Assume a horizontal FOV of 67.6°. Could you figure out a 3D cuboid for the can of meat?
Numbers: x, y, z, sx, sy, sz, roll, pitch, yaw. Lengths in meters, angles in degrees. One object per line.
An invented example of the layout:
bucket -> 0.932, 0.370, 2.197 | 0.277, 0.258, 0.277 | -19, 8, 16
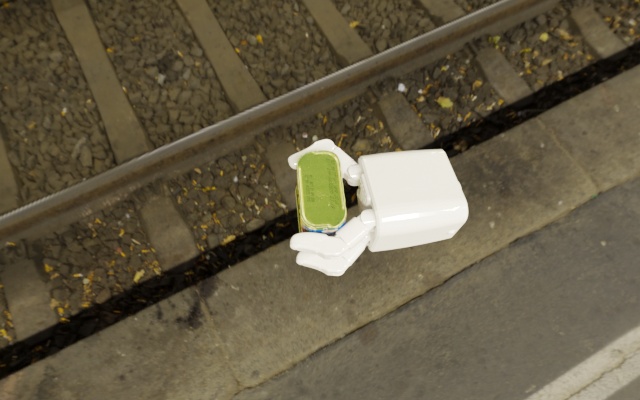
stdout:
can of meat -> 0.000, 0.002, 0.572 | 0.057, 0.102, 0.084 | -5, -23, -3
